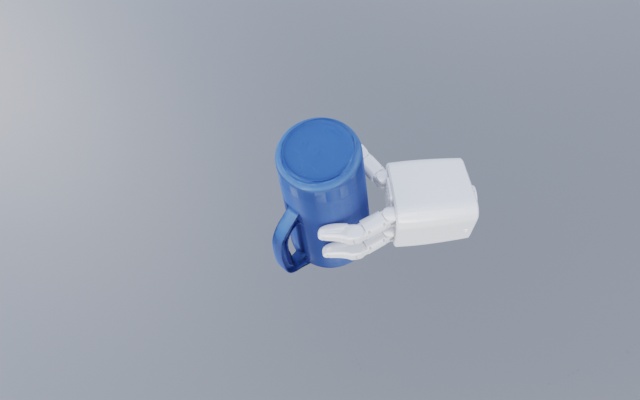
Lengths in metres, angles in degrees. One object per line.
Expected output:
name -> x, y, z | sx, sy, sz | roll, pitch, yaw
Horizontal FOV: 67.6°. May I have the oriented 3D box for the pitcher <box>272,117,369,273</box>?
pitcher -> 0.000, 0.002, 0.675 | 0.145, 0.149, 0.243 | -4, -28, 4
